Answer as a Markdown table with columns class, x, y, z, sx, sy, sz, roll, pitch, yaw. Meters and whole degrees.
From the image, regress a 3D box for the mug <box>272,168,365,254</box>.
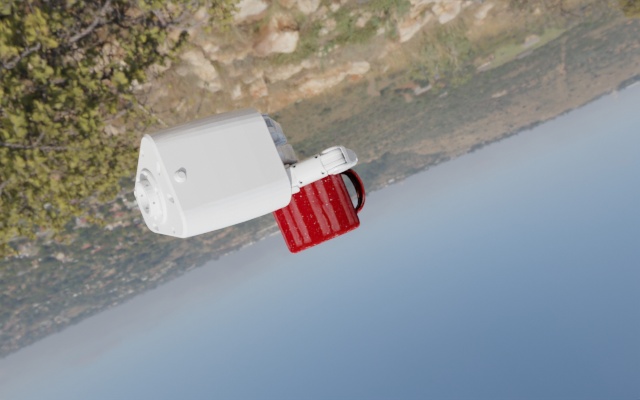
| class | x | y | z | sx | sy | sz | roll | pitch | yaw |
| --- | --- | --- | --- | --- | --- | --- | --- | --- | --- |
| mug | 0.001 | 0.001 | 0.513 | 0.117 | 0.081 | 0.093 | -20 | -4 | -35 |
